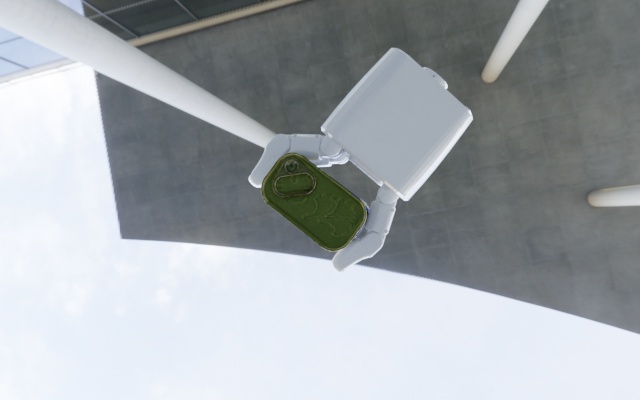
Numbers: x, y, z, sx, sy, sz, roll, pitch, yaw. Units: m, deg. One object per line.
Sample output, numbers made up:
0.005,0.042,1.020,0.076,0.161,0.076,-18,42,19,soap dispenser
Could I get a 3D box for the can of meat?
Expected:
0.000,0.002,0.483,0.102,0.057,0.084,37,6,9,can of meat
